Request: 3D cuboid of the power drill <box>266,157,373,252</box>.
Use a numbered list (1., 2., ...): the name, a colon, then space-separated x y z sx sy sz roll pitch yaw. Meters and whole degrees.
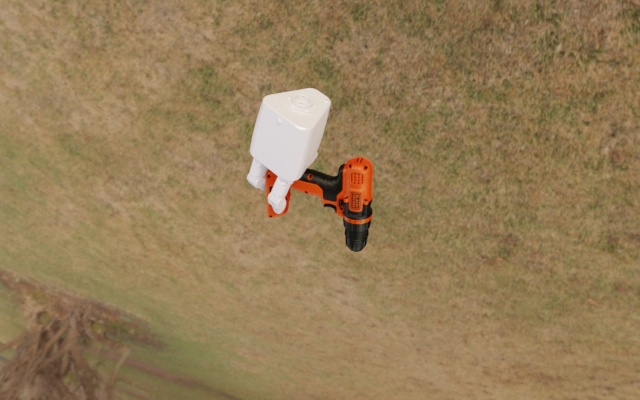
1. power drill: 0.000 0.003 0.848 0.187 0.184 0.057 7 30 11
